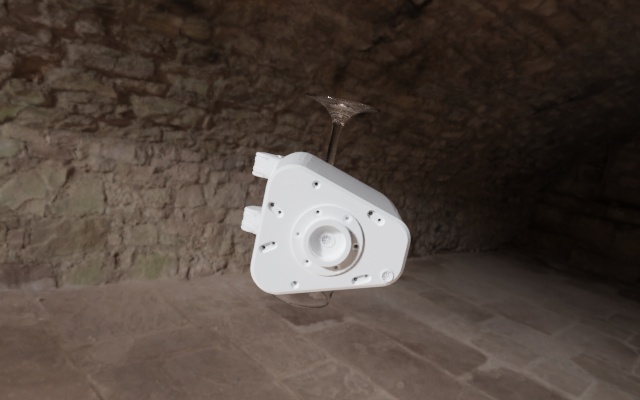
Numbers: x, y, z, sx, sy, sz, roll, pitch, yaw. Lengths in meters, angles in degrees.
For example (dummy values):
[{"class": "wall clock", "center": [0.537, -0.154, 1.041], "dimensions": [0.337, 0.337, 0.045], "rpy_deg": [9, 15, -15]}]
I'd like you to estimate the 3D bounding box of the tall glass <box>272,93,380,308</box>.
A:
[{"class": "tall glass", "center": [0.000, 0.001, 0.474], "dimensions": [0.079, 0.201, 0.079], "rpy_deg": [12, 8, -2]}]
